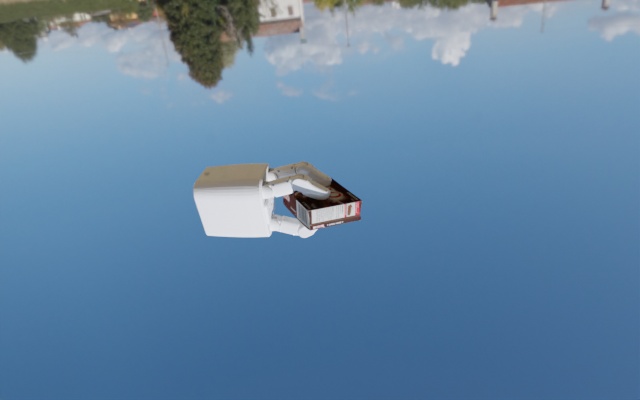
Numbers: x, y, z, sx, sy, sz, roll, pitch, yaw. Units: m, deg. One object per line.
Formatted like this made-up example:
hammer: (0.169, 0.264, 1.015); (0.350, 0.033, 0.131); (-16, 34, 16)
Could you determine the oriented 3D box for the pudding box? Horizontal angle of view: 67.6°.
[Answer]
pudding box: (0.000, 0.003, 0.752); (0.090, 0.039, 0.113); (-11, 28, -22)
